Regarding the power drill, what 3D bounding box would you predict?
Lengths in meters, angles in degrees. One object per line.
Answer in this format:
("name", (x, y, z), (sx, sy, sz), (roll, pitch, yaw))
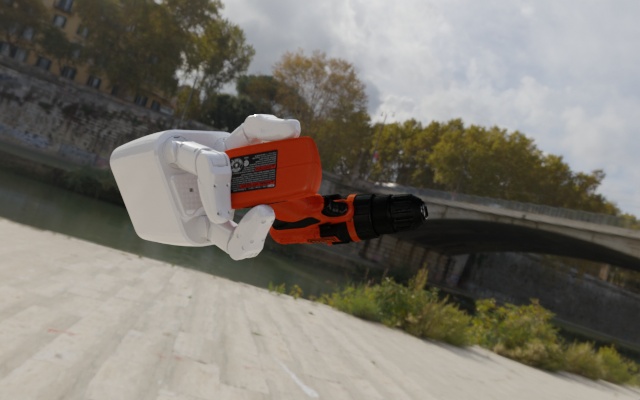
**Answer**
("power drill", (0.000, 0.001, 0.478), (0.184, 0.057, 0.188), (-9, -22, 22))
